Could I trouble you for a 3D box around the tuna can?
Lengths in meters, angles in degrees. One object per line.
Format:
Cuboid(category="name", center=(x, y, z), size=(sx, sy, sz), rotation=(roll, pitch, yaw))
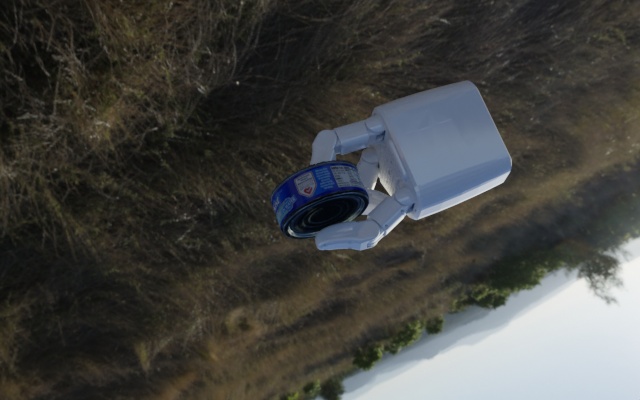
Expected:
Cuboid(category="tuna can", center=(0.000, 0.002, 0.433), size=(0.086, 0.033, 0.086), rotation=(-18, -24, -8))
